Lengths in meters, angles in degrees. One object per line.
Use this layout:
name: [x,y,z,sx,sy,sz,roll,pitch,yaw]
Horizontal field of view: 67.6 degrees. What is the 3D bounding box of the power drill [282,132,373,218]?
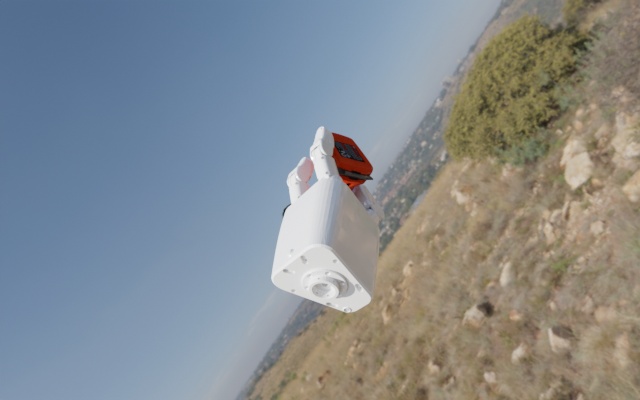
power drill: [0.000,0.002,0.676,0.057,0.188,0.184,9,27,-23]
